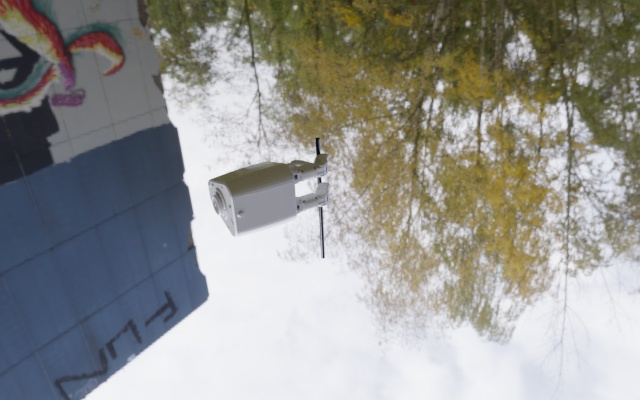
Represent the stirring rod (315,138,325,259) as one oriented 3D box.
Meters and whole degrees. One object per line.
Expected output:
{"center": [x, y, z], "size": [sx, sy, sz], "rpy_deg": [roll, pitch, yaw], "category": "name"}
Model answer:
{"center": [0.000, 0.003, 0.850], "size": [0.011, 0.240, 0.011], "rpy_deg": [-2, 29, 1], "category": "stirring rod"}
